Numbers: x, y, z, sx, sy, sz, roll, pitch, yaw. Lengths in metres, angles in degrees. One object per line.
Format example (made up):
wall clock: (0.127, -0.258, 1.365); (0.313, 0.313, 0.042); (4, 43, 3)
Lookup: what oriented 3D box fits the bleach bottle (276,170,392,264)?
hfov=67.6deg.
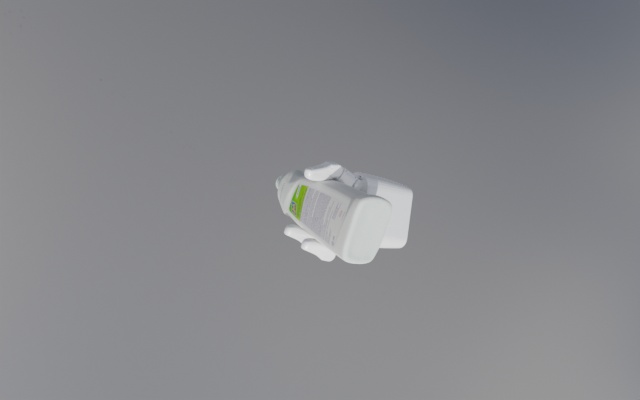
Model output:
bleach bottle: (0.000, 0.003, 0.741); (0.068, 0.102, 0.250); (10, 14, -35)
